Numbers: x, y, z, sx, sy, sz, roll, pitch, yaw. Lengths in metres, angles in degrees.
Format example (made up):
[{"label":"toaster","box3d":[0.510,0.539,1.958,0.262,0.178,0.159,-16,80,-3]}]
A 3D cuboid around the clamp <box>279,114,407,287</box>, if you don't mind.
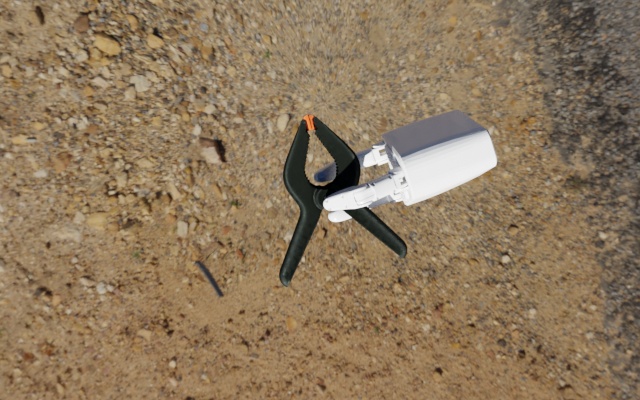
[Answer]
[{"label":"clamp","box3d":[0.000,0.001,0.585,0.164,0.210,0.036,-21,11,-1]}]
